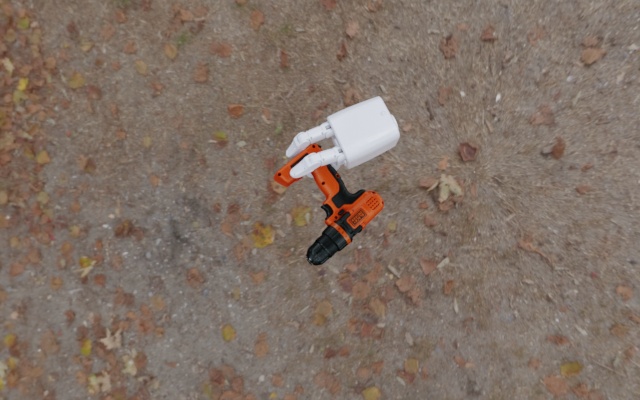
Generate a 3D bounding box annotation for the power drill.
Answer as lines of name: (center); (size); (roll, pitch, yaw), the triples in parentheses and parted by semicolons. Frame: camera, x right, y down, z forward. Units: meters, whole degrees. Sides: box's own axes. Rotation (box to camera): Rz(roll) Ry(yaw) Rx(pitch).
power drill: (0.000, 0.002, 0.891); (0.184, 0.187, 0.057); (-42, 1, -16)
